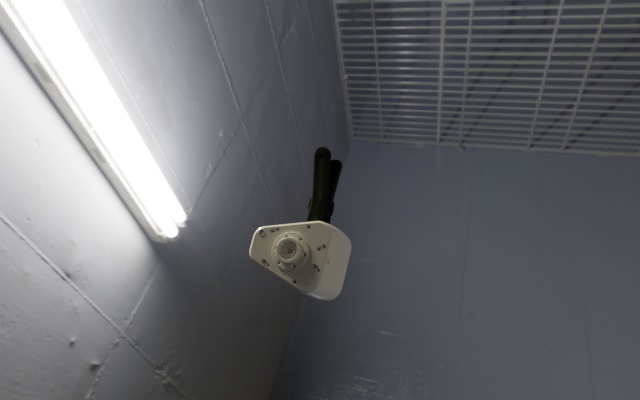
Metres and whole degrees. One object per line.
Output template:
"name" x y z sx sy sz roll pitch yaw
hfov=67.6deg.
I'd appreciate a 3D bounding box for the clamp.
"clamp" 0.000 0.002 0.729 0.039 0.171 0.120 5 -12 18
